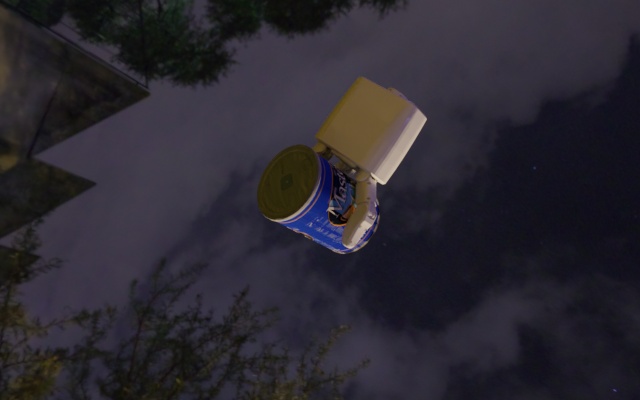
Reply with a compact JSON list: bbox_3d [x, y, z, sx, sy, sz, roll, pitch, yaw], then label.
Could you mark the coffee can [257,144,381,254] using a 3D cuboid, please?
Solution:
[{"bbox_3d":[0.000,0.002,0.641,0.103,0.102,0.140,0,-22,41],"label":"coffee can"}]
